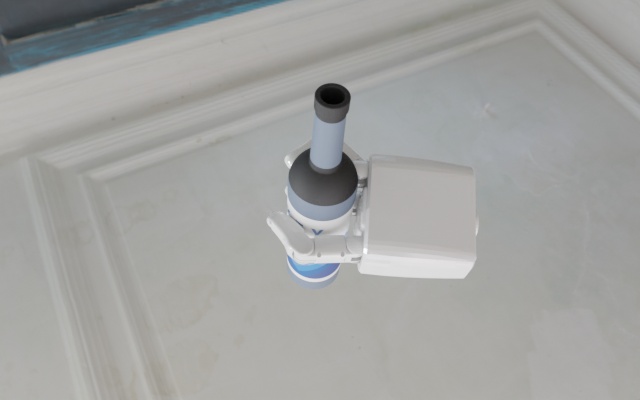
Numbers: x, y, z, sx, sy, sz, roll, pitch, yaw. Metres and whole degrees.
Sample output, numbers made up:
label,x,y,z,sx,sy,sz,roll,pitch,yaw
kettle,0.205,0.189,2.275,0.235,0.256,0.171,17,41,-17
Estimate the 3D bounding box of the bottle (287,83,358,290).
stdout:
label,x,y,z,sx,sy,sz,roll,pitch,yaw
bottle,0.000,0.002,0.479,0.069,0.069,0.296,0,-33,-4
